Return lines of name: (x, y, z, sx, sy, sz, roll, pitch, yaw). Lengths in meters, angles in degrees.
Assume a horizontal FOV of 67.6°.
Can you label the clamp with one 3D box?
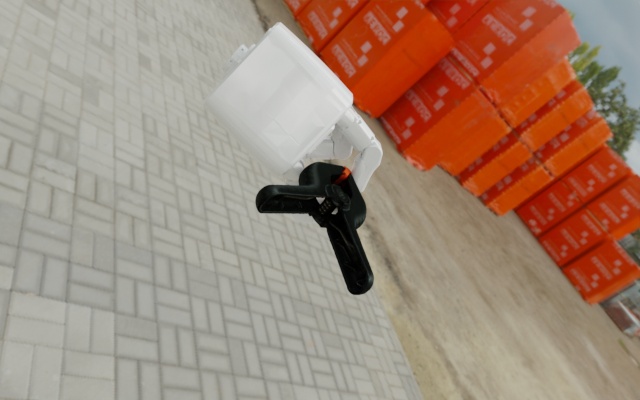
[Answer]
clamp: (0.001, 0.001, 0.444, 0.039, 0.120, 0.171, -39, 20, 19)
